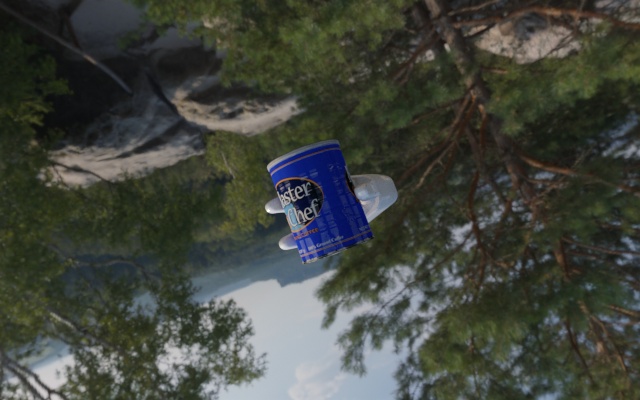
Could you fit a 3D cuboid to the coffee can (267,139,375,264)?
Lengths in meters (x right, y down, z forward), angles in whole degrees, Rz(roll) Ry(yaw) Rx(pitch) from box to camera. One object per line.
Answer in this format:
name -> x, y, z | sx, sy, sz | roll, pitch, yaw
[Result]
coffee can -> 0.000, 0.002, 0.641 | 0.103, 0.140, 0.103 | -20, -4, -2
